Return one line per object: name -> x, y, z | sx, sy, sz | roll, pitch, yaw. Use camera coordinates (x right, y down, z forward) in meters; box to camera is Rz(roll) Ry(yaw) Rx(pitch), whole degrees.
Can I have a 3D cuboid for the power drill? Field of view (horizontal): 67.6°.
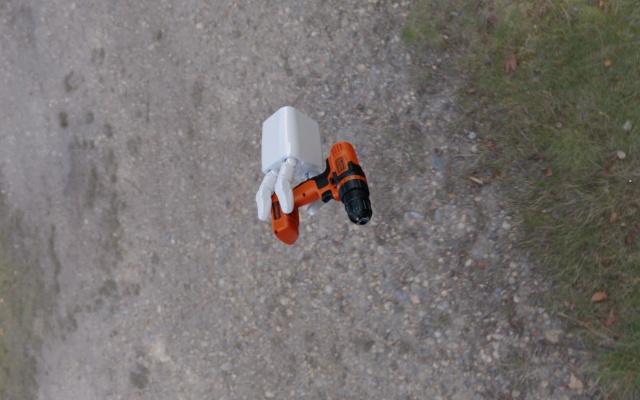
power drill -> 0.000, 0.003, 0.844 | 0.188, 0.184, 0.057 | -31, -47, 20
